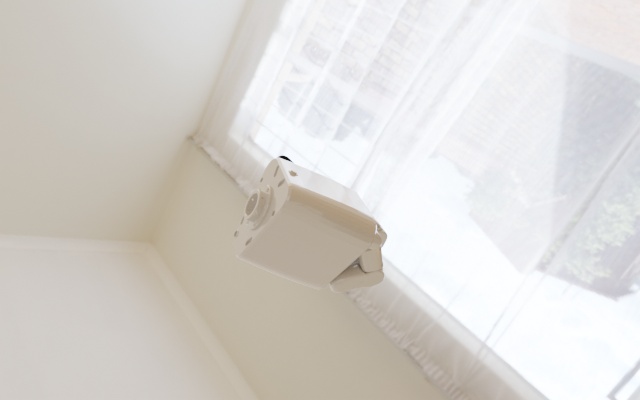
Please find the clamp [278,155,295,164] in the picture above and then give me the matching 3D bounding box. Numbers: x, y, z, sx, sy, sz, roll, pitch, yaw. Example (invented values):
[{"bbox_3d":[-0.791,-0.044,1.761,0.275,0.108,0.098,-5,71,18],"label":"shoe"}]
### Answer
[{"bbox_3d":[0.000,0.003,0.616,0.120,0.039,0.171,27,14,-29],"label":"clamp"}]
